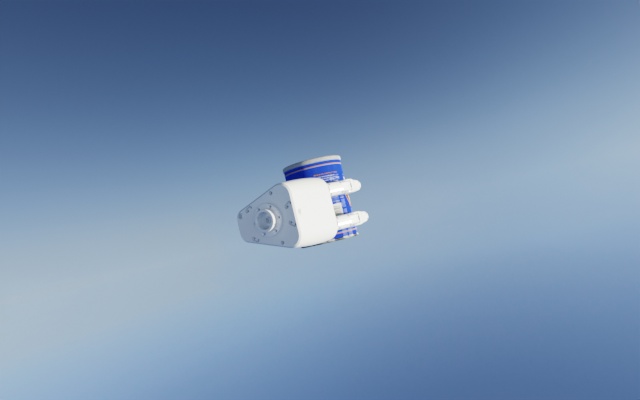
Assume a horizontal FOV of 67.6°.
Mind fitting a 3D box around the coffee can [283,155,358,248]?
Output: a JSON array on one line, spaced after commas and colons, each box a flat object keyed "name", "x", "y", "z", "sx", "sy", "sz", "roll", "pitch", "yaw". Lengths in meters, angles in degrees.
[{"name": "coffee can", "x": 0.000, "y": 0.003, "z": 0.827, "sx": 0.103, "sy": 0.140, "sz": 0.103, "roll": -14, "pitch": -3, "yaw": -1}]
